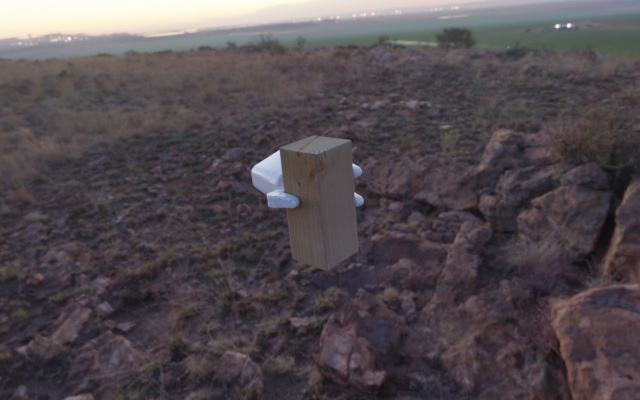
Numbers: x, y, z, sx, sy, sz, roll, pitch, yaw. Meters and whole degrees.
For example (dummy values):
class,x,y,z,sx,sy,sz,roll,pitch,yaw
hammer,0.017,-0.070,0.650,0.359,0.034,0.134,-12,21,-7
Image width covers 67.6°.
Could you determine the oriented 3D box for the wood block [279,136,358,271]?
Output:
class,x,y,z,sx,sy,sz,roll,pitch,yaw
wood block,0.000,0.003,0.825,0.090,0.206,0.091,14,29,41
